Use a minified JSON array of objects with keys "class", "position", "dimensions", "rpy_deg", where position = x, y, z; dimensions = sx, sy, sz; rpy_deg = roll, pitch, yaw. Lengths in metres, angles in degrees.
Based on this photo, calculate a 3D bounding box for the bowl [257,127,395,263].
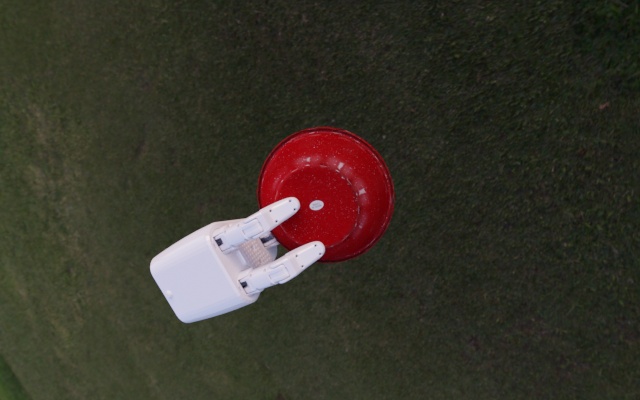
[{"class":"bowl","position":[0.001,0.001,0.528],"dimensions":[0.162,0.162,0.055],"rpy_deg":[0,13,10]}]
